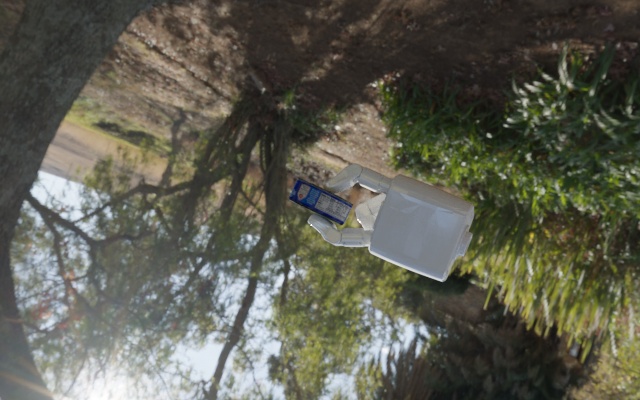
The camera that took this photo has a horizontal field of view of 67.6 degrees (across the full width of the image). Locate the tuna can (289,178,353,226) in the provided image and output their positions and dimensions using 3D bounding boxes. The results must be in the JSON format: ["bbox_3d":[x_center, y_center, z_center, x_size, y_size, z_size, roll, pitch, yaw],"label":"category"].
[{"bbox_3d":[0.000,0.003,0.659,0.086,0.034,0.086,26,-1,1],"label":"tuna can"}]
